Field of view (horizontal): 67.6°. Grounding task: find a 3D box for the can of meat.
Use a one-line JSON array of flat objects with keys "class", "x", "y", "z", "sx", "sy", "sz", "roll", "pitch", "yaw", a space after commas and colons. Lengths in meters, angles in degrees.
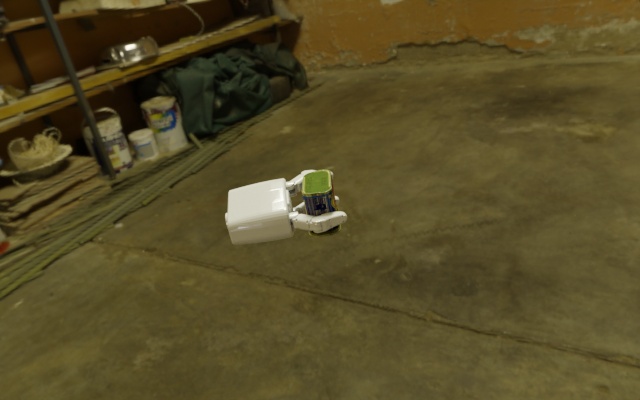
[{"class": "can of meat", "x": 0.000, "y": 0.003, "z": 0.845, "sx": 0.057, "sy": 0.084, "sz": 0.102, "roll": -9, "pitch": 26, "yaw": 4}]
